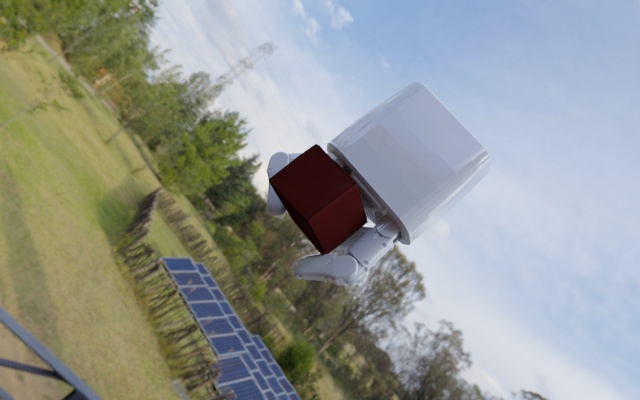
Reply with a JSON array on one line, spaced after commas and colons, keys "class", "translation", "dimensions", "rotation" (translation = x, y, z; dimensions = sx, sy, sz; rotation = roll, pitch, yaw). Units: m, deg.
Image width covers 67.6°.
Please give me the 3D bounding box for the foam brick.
[{"class": "foam brick", "translation": [0.000, 0.001, 0.401], "dimensions": [0.051, 0.053, 0.078], "rotation": [-38, -28, -7]}]
